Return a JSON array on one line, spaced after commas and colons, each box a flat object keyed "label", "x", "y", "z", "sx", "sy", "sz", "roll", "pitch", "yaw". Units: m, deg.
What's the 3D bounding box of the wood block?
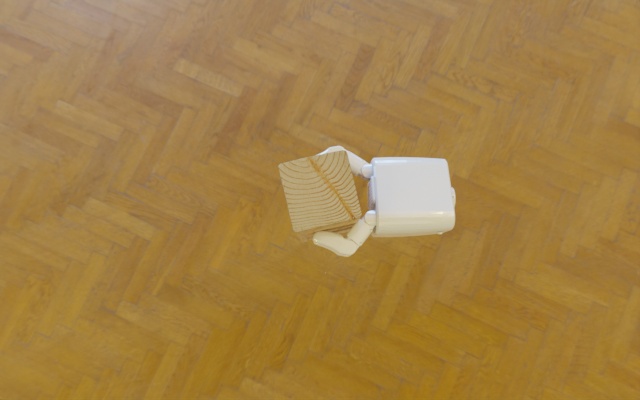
[{"label": "wood block", "x": 0.000, "y": 0.002, "z": 0.692, "sx": 0.090, "sy": 0.091, "sz": 0.206, "roll": -13, "pitch": -8, "yaw": -1}]
